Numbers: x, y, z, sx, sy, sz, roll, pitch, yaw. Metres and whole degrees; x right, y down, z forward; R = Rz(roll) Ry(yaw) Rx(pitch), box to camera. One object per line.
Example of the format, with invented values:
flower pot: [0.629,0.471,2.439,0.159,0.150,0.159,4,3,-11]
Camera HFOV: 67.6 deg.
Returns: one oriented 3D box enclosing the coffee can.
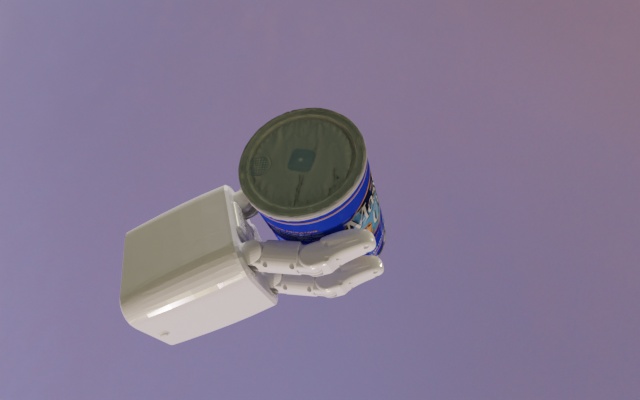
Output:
coffee can: [0.000,0.001,0.427,0.103,0.102,0.140,0,-29,15]
